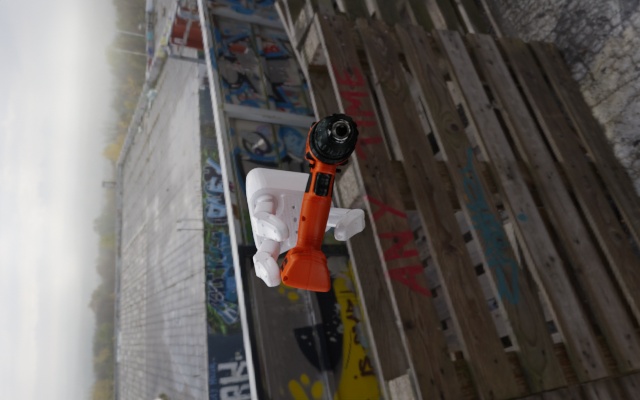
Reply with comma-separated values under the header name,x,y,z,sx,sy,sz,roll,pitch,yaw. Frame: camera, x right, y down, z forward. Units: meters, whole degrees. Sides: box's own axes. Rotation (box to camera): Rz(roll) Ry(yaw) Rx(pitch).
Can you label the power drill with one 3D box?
name,x,y,z,sx,sy,sz,roll,pitch,yaw
power drill,0.000,0.002,0.535,0.057,0.187,0.184,12,-1,-3
